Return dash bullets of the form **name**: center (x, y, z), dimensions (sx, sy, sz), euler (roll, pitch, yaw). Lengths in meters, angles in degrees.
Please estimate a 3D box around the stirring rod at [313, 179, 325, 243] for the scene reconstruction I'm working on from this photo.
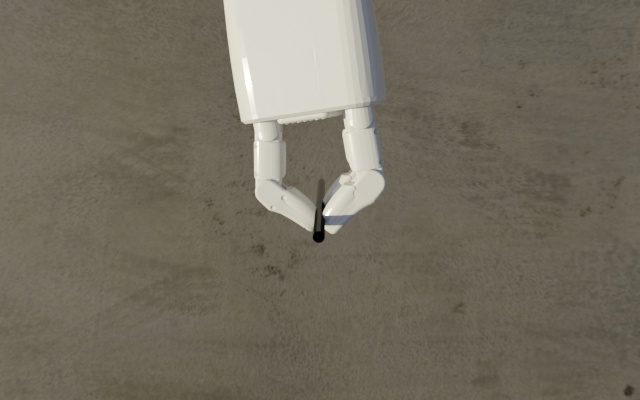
- **stirring rod**: center (0.000, 0.001, 0.428), dimensions (0.011, 0.011, 0.239), euler (0, 11, 1)
